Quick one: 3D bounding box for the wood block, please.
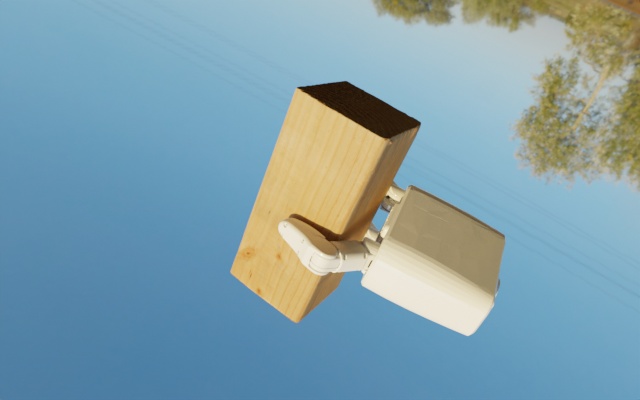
[{"bbox_3d":[0.000,0.002,0.457,0.090,0.206,0.091,34,30,18],"label":"wood block"}]
